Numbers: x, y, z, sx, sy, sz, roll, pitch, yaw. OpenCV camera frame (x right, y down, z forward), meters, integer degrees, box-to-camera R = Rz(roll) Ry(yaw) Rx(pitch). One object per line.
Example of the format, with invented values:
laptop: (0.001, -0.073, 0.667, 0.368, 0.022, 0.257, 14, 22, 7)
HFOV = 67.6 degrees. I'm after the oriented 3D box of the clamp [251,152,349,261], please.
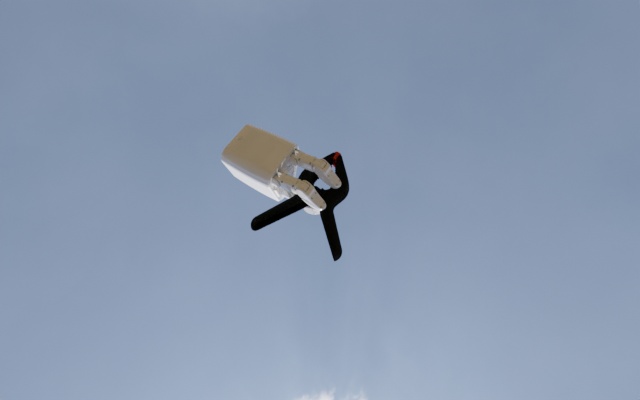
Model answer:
clamp: (0.000, 0.003, 0.839, 0.164, 0.210, 0.036, 26, -29, 16)
